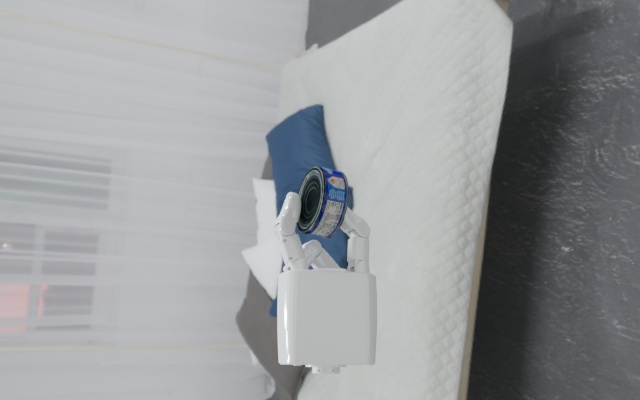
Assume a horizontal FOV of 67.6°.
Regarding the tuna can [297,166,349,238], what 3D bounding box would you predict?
[{"bbox_3d":[0.000,0.002,0.587,0.034,0.086,0.086,12,-5,-23],"label":"tuna can"}]
